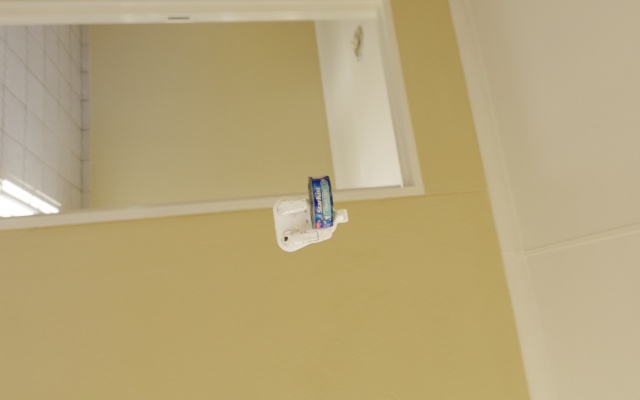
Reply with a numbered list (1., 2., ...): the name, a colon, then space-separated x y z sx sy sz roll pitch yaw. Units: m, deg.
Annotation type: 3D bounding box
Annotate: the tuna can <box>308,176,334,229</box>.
1. tuna can: 0.001 0.002 0.773 0.034 0.086 0.086 -5 0 -4
